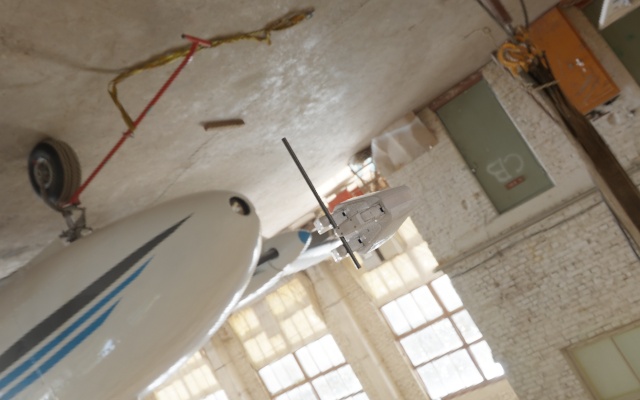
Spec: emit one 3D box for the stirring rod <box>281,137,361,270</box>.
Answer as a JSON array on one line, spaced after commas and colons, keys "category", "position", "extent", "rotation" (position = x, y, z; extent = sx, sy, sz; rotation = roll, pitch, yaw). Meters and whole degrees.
[{"category": "stirring rod", "position": [0.000, 0.002, 0.754], "extent": [0.011, 0.239, 0.011], "rotation": [-30, -8, -5]}]
